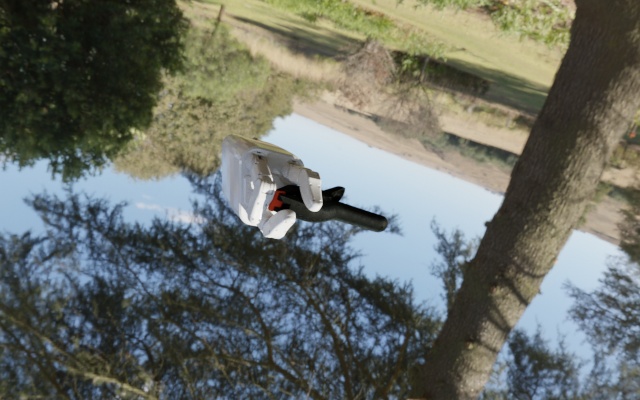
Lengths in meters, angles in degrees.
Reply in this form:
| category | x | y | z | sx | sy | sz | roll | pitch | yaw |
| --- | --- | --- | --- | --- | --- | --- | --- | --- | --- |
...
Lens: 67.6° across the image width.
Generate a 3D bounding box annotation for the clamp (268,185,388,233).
| category | x | y | z | sx | sy | sz | roll | pitch | yaw |
| --- | --- | --- | --- | --- | --- | --- | --- | --- | --- |
| clamp | 0.000 | 0.003 | 0.672 | 0.171 | 0.039 | 0.120 | 12 | 13 | -31 |
